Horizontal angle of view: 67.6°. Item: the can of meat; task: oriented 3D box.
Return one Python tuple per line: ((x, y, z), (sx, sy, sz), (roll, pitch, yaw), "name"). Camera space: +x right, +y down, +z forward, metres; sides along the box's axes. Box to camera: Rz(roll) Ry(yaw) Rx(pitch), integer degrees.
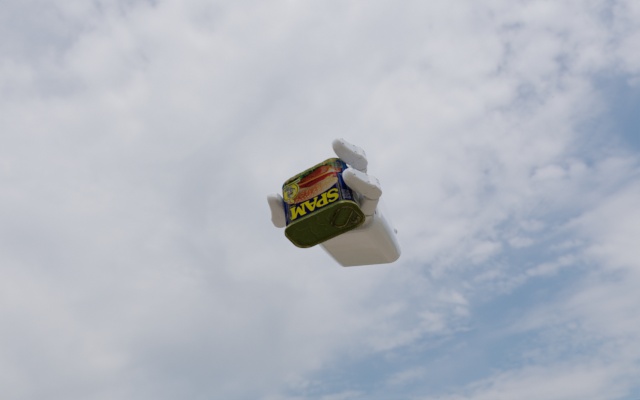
((0.000, 0.002, 0.626), (0.102, 0.083, 0.057), (-25, -43, 16), "can of meat")
